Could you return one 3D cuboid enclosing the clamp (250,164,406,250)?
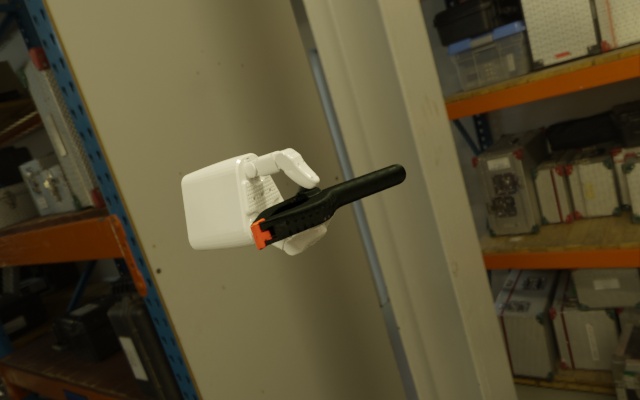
[{"bbox_3d":[-0.001,0.001,0.563,0.164,0.036,0.210,-12,12,31],"label":"clamp"}]
